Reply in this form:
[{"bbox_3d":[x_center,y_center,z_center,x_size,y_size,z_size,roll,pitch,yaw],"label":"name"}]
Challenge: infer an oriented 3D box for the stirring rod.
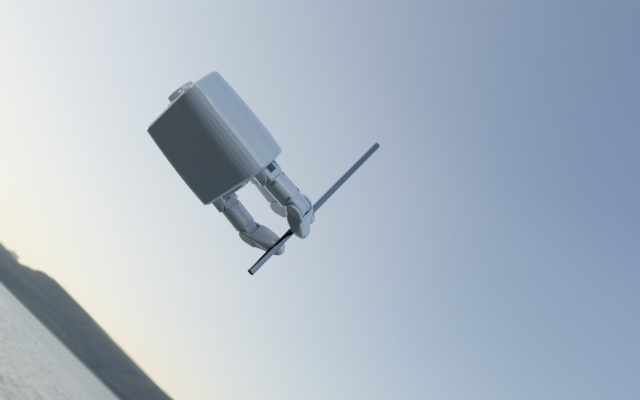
[{"bbox_3d":[0.000,0.002,0.558,0.011,0.011,0.239,0,38,51],"label":"stirring rod"}]
